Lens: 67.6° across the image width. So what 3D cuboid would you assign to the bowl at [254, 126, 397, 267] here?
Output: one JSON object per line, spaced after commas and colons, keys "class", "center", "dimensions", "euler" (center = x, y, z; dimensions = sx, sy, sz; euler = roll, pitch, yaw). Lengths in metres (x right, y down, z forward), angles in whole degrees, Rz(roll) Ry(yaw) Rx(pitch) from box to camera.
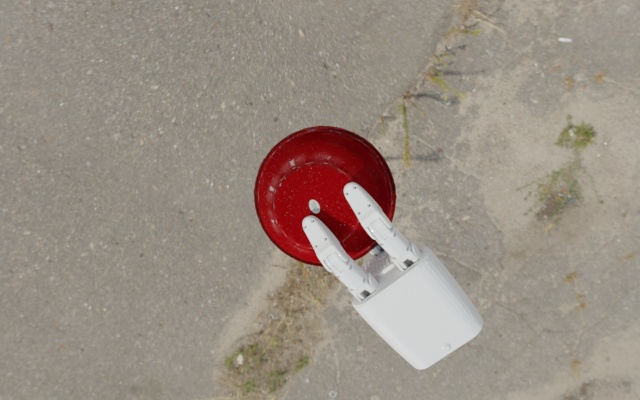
{"class": "bowl", "center": [-0.001, 0.001, 0.513], "dimensions": [0.162, 0.162, 0.055], "euler": [0, 10, 8]}
